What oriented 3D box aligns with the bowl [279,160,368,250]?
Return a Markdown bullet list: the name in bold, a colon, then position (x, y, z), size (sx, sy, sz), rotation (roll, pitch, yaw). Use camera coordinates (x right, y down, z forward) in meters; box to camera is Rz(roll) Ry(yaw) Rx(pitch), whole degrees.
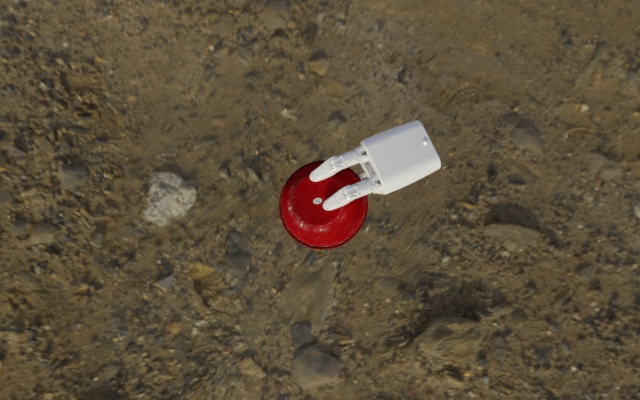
- **bowl**: position (-0.001, 0.003, 0.825), size (0.162, 0.162, 0.055), rotation (0, -9, 10)
